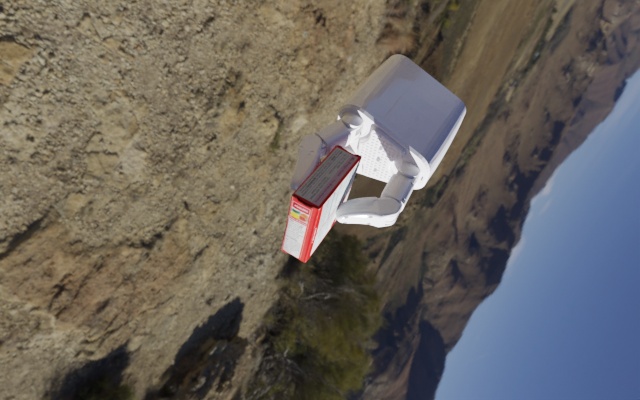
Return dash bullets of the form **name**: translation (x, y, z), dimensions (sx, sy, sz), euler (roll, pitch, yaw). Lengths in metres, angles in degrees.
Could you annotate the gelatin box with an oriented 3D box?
- **gelatin box**: translation (0.000, 0.002, 0.441), dimensions (0.030, 0.073, 0.089), euler (27, 45, 12)
